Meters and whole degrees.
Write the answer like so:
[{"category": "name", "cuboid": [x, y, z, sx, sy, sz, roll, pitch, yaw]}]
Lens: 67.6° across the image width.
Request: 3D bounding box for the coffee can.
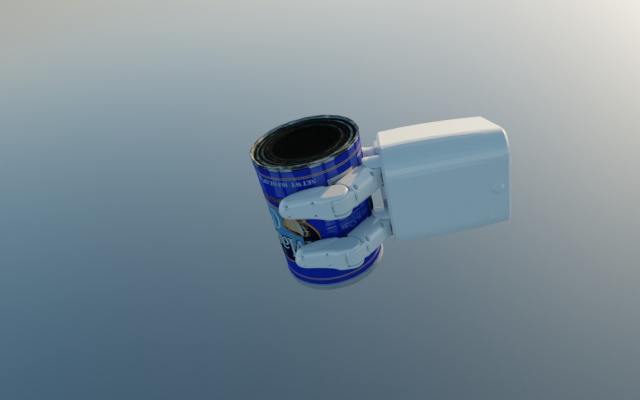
[{"category": "coffee can", "cuboid": [0.000, 0.002, 0.470, 0.103, 0.140, 0.102, -11, 32, 7]}]
